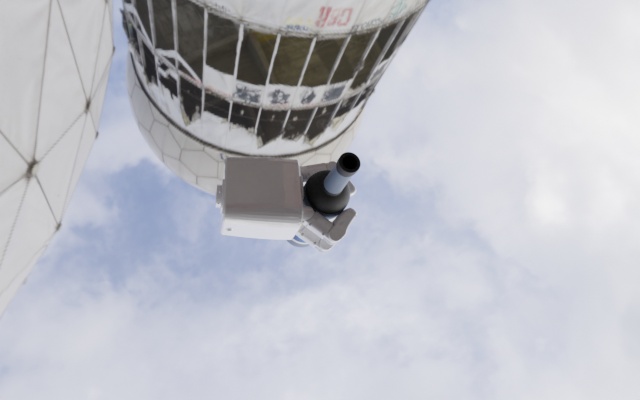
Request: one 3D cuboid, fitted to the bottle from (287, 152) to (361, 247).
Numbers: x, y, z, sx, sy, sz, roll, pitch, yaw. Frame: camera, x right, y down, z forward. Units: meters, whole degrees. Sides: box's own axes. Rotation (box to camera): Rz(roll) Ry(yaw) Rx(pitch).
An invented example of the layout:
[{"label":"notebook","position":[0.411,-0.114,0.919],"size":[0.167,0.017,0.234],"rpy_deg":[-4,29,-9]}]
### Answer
[{"label":"bottle","position":[0.000,0.002,0.705],"size":[0.069,0.069,0.296],"rpy_deg":[0,-19,-15]}]
